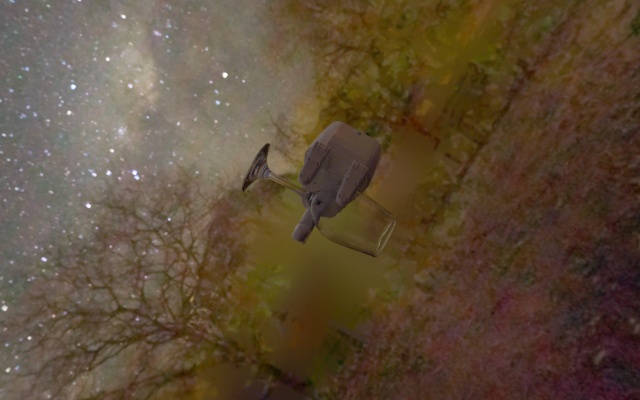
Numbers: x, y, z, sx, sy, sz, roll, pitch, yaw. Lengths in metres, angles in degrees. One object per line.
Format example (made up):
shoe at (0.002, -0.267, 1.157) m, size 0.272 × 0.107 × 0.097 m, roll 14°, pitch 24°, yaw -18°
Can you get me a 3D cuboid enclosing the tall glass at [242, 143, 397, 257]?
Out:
tall glass at (-0.001, 0.002, 0.643) m, size 0.201 × 0.079 × 0.079 m, roll 29°, pitch 1°, yaw 2°
